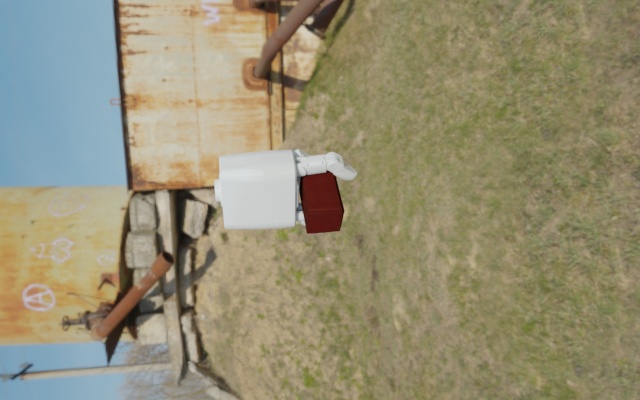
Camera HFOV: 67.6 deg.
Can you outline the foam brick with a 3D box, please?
[{"bbox_3d":[0.000,0.002,0.695,0.051,0.078,0.053,-4,-40,-10],"label":"foam brick"}]
